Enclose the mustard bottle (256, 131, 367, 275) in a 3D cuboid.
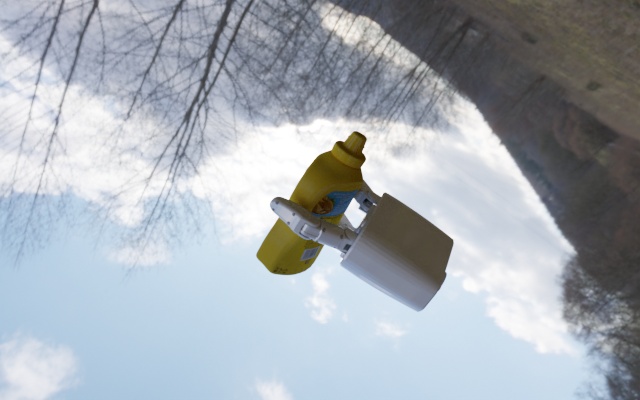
[{"bbox_3d":[0.000,0.002,0.572,0.058,0.192,0.096,44,27,26],"label":"mustard bottle"}]
